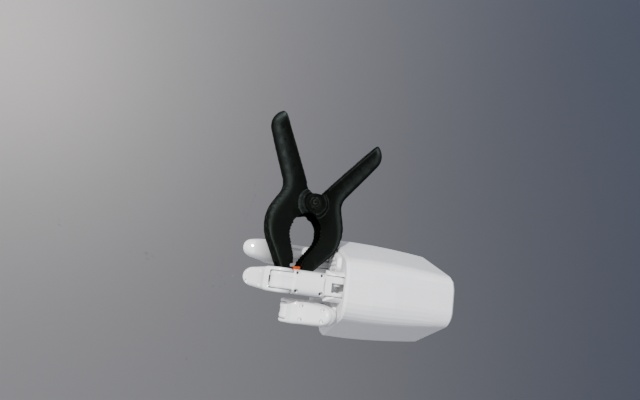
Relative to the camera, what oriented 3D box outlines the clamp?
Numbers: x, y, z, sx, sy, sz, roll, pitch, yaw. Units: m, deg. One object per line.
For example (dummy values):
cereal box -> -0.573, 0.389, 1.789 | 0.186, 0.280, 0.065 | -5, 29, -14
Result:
clamp -> 0.000, 0.002, 0.478 | 0.120, 0.171, 0.039 | 9, -10, -10
